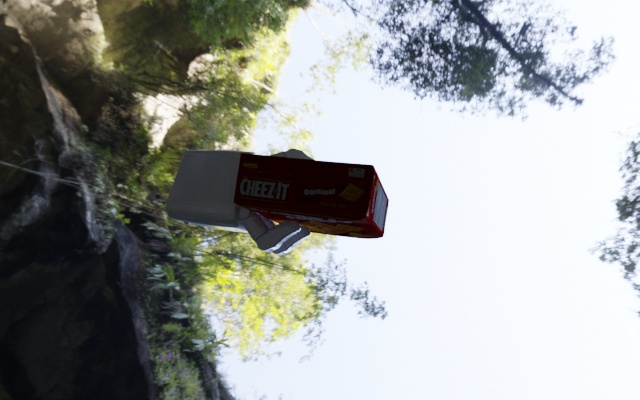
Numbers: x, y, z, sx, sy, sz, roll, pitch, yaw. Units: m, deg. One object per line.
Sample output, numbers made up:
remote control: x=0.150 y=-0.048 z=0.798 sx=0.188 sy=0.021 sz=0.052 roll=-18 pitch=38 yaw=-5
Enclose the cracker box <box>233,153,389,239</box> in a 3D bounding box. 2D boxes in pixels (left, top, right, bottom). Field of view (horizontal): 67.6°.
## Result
cracker box: x=0.000 y=0.002 z=0.648 sx=0.164 sy=0.072 sz=0.214 roll=6 pitch=-9 yaw=14
